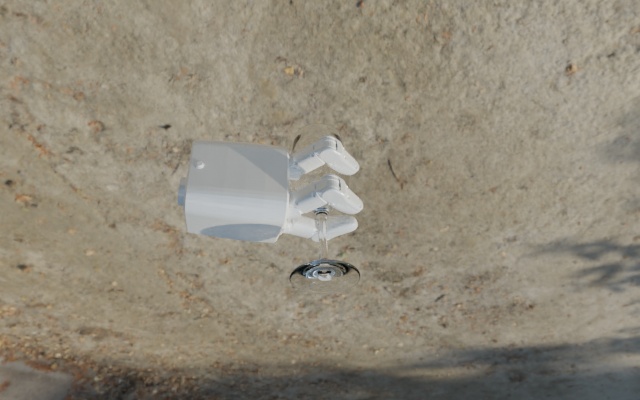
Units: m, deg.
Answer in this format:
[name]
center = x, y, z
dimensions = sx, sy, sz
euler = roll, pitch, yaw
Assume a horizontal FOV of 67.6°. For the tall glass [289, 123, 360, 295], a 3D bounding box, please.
[tall glass]
center = 0.000, 0.002, 0.556
dimensions = 0.079, 0.200, 0.079
euler = -2, -37, -1
